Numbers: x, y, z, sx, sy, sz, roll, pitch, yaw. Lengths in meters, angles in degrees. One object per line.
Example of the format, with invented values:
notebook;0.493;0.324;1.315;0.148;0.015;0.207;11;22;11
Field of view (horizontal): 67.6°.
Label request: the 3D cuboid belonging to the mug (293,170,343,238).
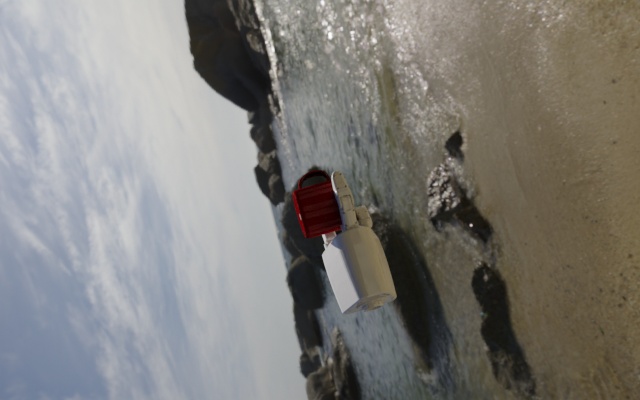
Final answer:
mug;-0.001;0.001;0.778;0.081;0.117;0.093;-16;-23;-7
